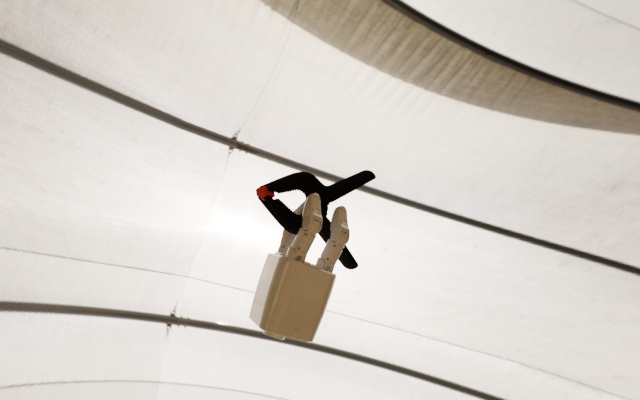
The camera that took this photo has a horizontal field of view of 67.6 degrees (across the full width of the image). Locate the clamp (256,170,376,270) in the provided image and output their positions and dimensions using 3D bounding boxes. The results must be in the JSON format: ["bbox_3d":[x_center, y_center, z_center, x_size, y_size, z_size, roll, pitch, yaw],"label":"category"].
[{"bbox_3d":[-0.001,0.002,0.734,0.210,0.164,0.036,24,-13,-34],"label":"clamp"}]
